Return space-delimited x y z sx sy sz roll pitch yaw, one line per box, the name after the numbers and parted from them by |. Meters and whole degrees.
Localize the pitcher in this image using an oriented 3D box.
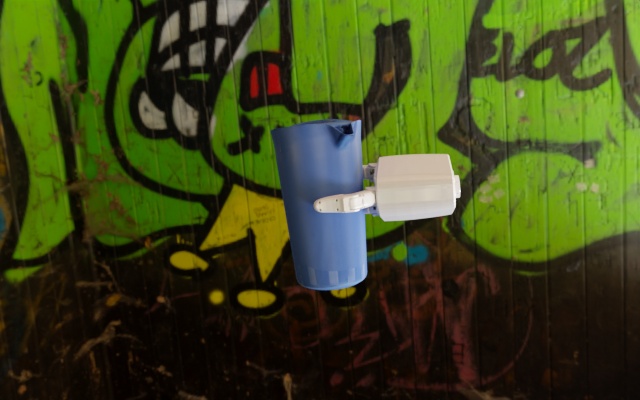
0.000 0.002 0.720 0.145 0.243 0.149 -4 7 13 | pitcher
